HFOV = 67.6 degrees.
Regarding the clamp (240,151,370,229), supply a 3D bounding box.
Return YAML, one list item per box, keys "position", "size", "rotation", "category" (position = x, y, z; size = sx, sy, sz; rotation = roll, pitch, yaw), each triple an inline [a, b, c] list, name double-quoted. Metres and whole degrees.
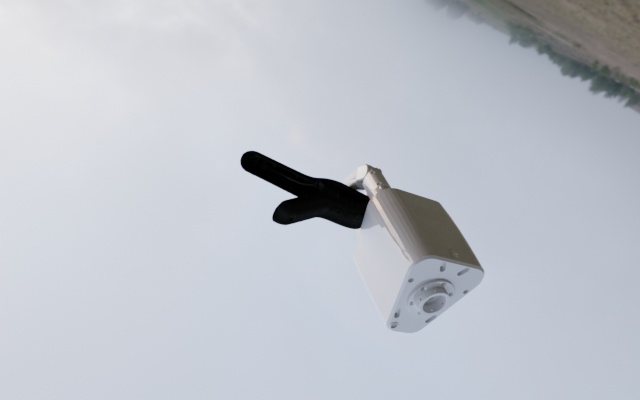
- position: [0.000, 0.002, 0.520]
  size: [0.171, 0.039, 0.120]
  rotation: [15, 31, -27]
  category: "clamp"
